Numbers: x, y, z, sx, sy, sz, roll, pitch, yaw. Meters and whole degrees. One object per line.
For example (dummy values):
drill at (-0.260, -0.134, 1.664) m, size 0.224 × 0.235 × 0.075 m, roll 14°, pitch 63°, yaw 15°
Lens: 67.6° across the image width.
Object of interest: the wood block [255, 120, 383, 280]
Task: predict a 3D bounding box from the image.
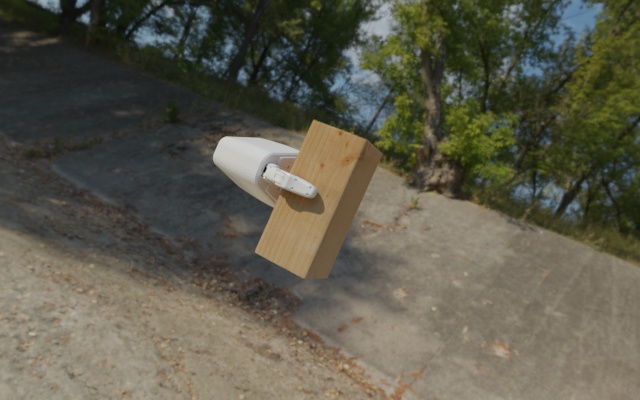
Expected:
wood block at (0.000, 0.002, 0.694) m, size 0.090 × 0.206 × 0.091 m, roll 24°, pitch 2°, yaw 23°
